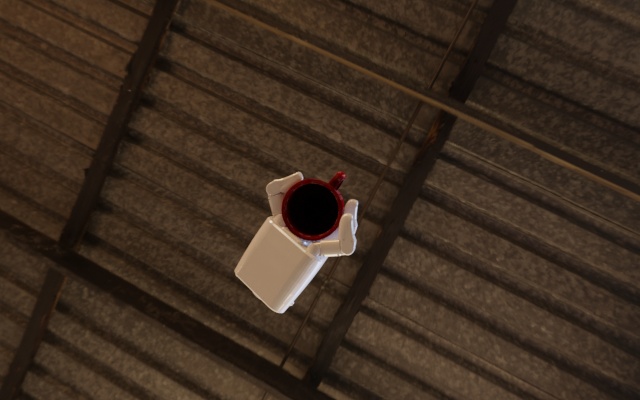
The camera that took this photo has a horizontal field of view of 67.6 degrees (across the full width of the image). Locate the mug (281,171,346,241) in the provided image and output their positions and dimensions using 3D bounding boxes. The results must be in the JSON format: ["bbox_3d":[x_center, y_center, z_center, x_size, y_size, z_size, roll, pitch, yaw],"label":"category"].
[{"bbox_3d":[0.001,0.001,0.748,0.093,0.117,0.081,36,8,6],"label":"mug"}]
